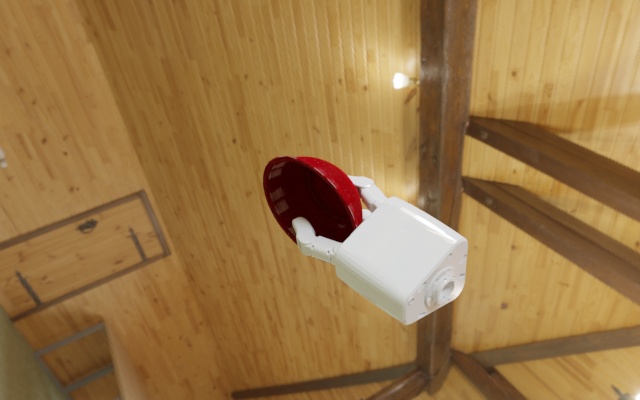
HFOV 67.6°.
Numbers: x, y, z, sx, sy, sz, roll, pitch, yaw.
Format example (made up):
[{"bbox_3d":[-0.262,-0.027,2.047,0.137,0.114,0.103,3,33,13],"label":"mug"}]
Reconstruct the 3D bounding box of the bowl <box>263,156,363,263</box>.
[{"bbox_3d":[-0.001,0.001,0.622,0.162,0.162,0.055,0,32,49],"label":"bowl"}]
